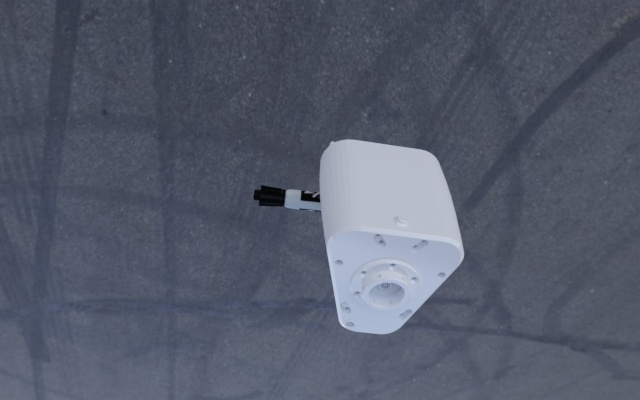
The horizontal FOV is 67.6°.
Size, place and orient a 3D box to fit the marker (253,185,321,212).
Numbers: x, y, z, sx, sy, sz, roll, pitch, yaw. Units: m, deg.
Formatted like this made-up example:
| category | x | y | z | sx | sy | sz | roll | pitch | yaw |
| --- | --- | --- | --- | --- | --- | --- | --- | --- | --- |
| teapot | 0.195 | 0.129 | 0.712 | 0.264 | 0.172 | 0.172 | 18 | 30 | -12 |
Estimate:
| category | x | y | z | sx | sy | sz | roll | pitch | yaw |
| --- | --- | --- | --- | --- | --- | --- | --- | --- | --- |
| marker | 0.000 | 0.001 | 0.434 | 0.121 | 0.020 | 0.020 | 6 | -1 | -5 |
